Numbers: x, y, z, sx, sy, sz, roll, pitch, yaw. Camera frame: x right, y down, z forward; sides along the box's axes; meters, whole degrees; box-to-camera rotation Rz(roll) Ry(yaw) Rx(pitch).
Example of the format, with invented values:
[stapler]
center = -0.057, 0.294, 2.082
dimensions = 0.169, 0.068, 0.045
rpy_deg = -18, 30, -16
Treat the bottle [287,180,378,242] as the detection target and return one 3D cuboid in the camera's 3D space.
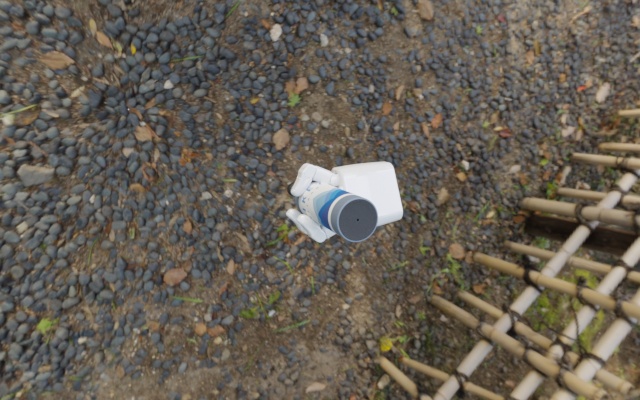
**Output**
[bottle]
center = 0.000, 0.003, 0.821
dimensions = 0.069, 0.069, 0.295
rpy_deg = 0, 10, -22
